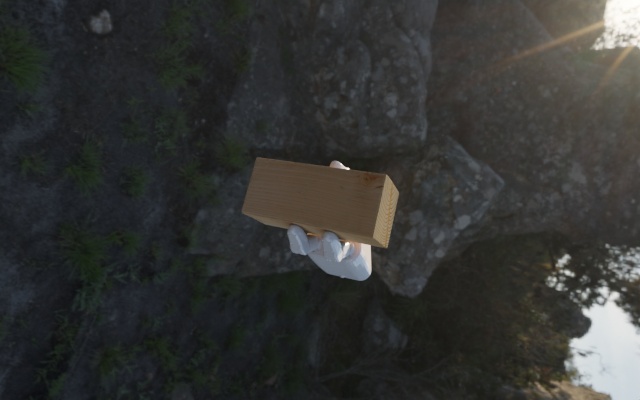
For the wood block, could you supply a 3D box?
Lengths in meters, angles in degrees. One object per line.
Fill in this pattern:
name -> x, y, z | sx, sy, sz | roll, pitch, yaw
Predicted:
wood block -> 0.000, 0.002, 0.713 | 0.206, 0.091, 0.090 | 9, -12, 23
